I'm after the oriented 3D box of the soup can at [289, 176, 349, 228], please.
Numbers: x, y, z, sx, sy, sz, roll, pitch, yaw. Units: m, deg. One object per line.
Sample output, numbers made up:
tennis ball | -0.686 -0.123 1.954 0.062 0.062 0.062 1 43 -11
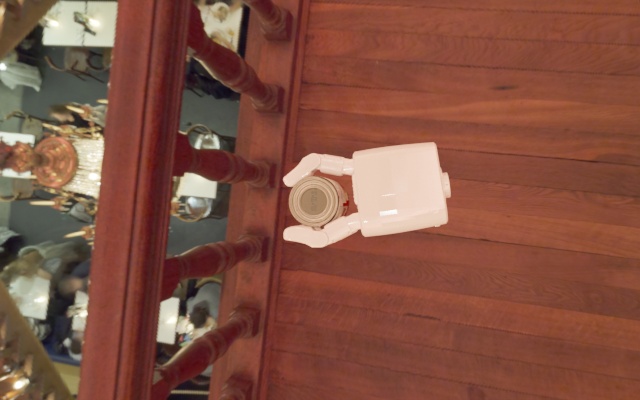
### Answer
soup can | 0.000 0.002 0.655 0.068 0.068 0.102 0 -1 10
